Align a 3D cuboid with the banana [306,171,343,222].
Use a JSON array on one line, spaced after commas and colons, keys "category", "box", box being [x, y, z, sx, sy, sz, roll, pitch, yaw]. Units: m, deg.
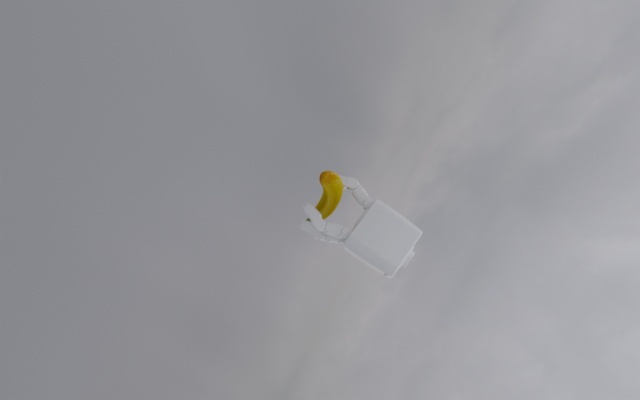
[{"category": "banana", "box": [0.012, -0.006, 0.896, 0.069, 0.037, 0.198, -39, -16, -29]}]
